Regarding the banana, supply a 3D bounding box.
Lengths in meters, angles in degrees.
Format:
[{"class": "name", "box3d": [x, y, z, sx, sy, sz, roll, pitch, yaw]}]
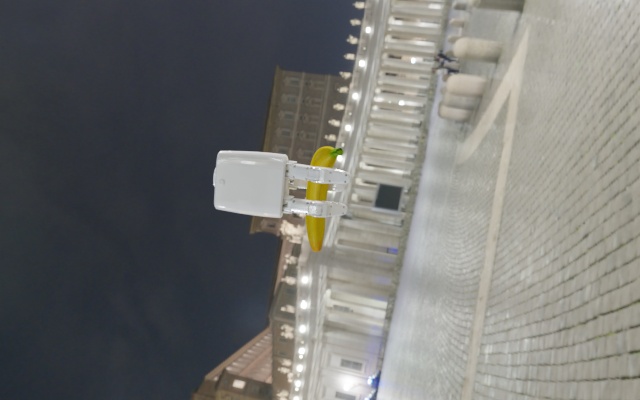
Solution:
[{"class": "banana", "box3d": [-0.002, -0.011, 0.779, 0.037, 0.198, 0.069, 2, 33, -12]}]
